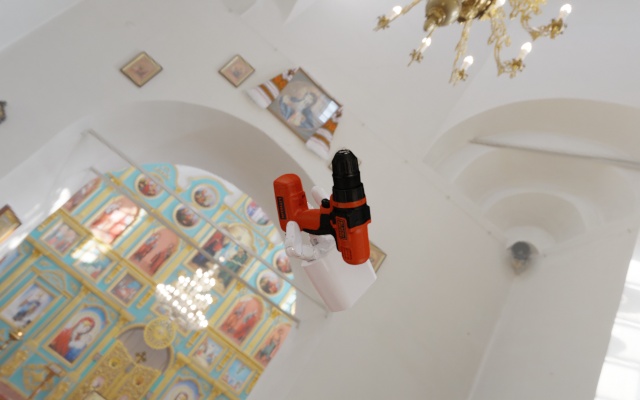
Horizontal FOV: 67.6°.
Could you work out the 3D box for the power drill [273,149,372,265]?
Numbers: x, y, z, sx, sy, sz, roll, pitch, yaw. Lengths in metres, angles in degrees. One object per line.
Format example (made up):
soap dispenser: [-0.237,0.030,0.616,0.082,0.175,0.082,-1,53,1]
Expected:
power drill: [0.000,0.003,0.780,0.057,0.184,0.187,-20,21,-37]
